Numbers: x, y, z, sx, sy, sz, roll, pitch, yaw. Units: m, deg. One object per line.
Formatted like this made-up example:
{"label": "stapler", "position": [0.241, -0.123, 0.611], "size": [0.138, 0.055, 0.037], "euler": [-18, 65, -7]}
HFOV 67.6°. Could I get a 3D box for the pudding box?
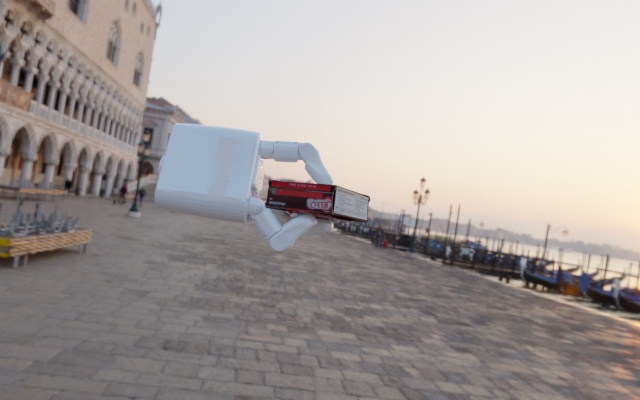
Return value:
{"label": "pudding box", "position": [0.000, 0.002, 0.584], "size": [0.090, 0.039, 0.113], "euler": [7, -2, 27]}
